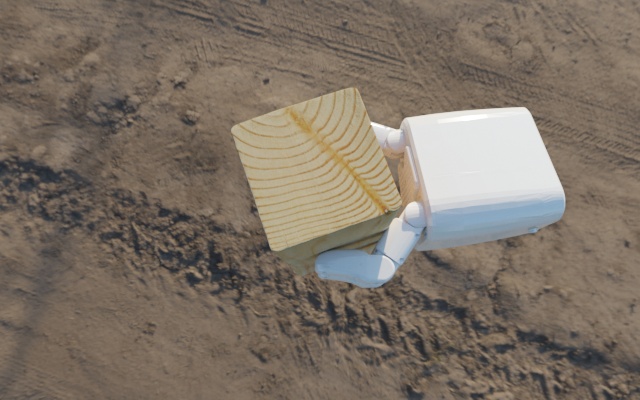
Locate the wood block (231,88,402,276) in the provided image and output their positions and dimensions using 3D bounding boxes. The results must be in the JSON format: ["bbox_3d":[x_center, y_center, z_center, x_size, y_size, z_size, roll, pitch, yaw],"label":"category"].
[{"bbox_3d":[0.000,0.001,0.404,0.090,0.090,0.206,-19,-13,-2],"label":"wood block"}]
